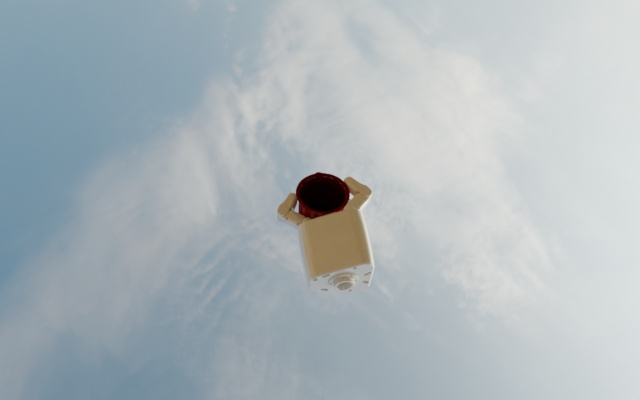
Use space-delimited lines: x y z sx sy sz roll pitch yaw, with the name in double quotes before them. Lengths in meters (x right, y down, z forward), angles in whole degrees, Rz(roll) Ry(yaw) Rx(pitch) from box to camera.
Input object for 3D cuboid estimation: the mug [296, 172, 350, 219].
"mug" 0.000 0.002 0.855 0.093 0.117 0.082 -4 -39 -8
